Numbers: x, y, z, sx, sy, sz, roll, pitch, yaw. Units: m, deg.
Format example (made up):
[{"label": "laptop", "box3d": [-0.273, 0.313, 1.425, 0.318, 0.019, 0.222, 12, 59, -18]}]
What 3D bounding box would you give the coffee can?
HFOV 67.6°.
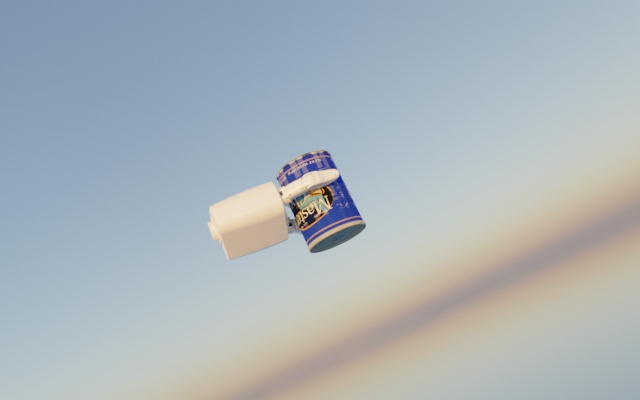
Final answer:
[{"label": "coffee can", "box3d": [0.000, 0.003, 0.798, 0.103, 0.140, 0.103, -23, -17, -8]}]
